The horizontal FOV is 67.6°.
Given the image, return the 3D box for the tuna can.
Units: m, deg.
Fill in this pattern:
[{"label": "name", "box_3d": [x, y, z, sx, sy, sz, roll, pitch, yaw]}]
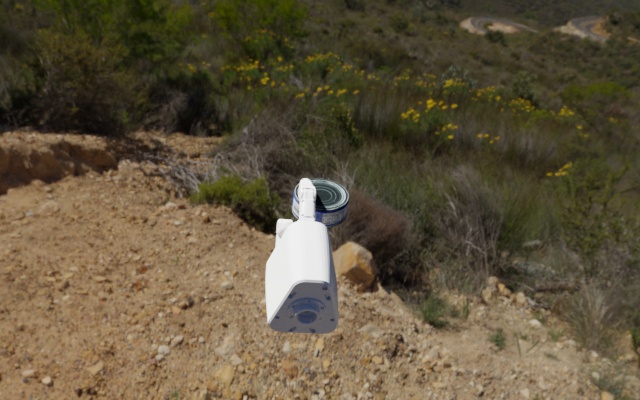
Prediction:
[{"label": "tuna can", "box_3d": [0.000, 0.002, 0.728, 0.086, 0.034, 0.086, 5, 36, -4]}]
